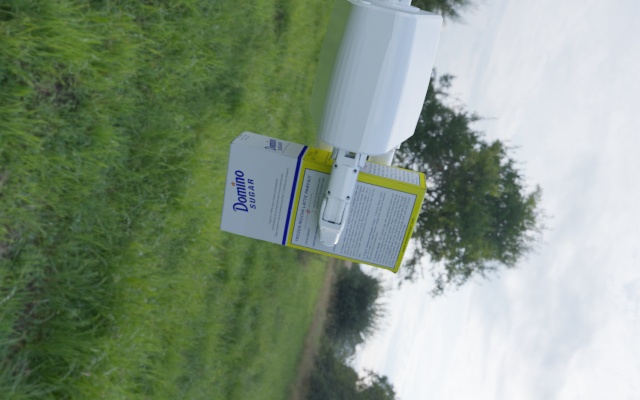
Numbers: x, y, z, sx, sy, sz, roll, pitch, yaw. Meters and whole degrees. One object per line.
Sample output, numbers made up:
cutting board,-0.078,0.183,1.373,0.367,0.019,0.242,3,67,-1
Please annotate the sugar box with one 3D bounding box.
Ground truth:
sugar box,0.000,0.001,0.447,0.176,0.093,0.048,15,25,5
